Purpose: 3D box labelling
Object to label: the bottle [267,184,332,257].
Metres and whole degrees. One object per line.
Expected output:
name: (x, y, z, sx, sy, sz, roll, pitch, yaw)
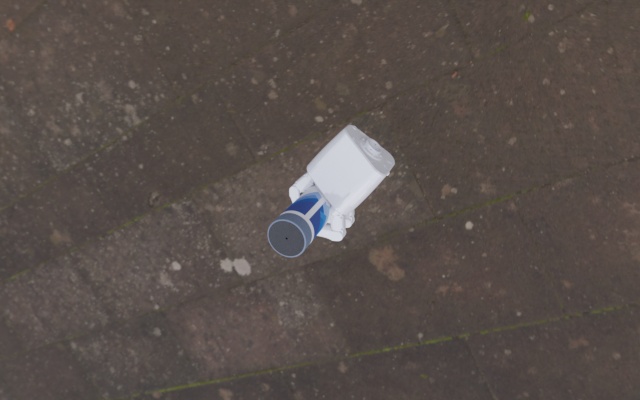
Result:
bottle: (0.000, 0.003, 0.864, 0.069, 0.069, 0.295, 0, 23, 23)
